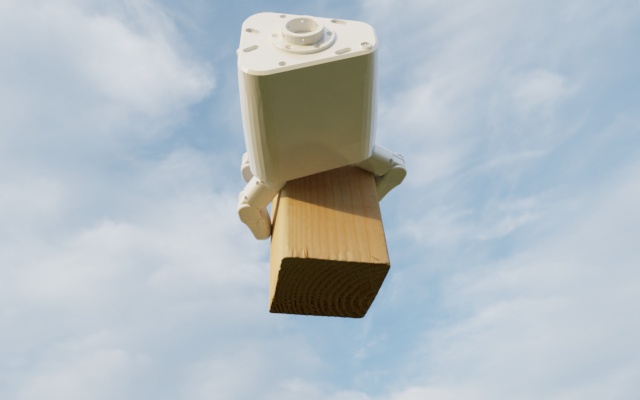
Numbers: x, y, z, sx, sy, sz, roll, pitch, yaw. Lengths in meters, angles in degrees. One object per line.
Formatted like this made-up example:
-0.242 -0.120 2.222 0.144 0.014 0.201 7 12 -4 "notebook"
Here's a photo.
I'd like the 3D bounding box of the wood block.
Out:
0.000 0.001 0.472 0.091 0.206 0.090 6 -44 -10 "wood block"
